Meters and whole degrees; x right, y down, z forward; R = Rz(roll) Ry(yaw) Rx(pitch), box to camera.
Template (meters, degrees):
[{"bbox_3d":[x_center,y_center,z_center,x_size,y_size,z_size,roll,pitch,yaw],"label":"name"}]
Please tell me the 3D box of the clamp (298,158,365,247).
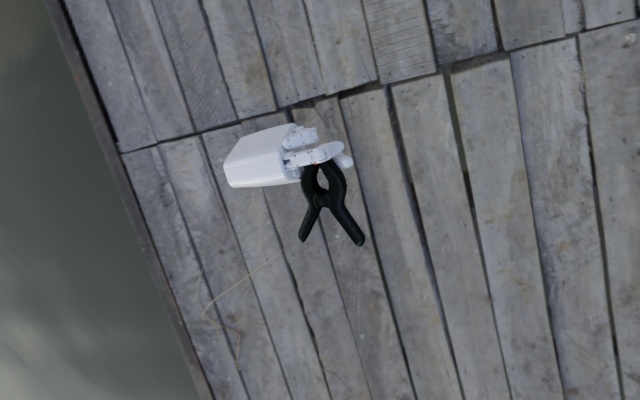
[{"bbox_3d":[0.000,0.003,0.791,0.120,0.171,0.039,-9,16,22],"label":"clamp"}]
